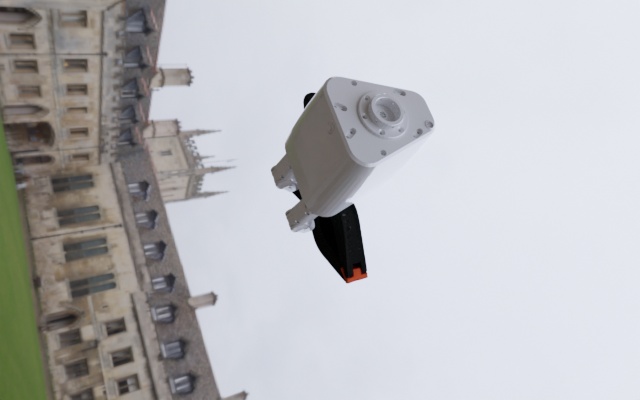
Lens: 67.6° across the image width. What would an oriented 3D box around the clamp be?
[{"bbox_3d":[0.001,0.002,0.573,0.036,0.210,0.165,-12,-18,-24],"label":"clamp"}]
